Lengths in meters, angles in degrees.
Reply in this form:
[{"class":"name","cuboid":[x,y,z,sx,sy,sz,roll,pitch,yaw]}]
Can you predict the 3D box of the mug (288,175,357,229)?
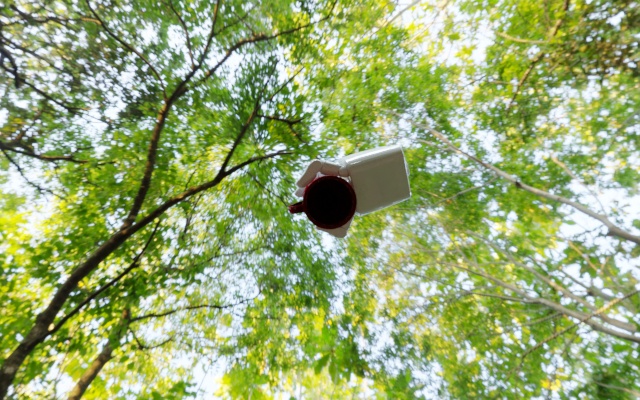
[{"class":"mug","cuboid":[-0.001,0.003,0.849,0.117,0.093,0.081,-17,8,-5]}]
